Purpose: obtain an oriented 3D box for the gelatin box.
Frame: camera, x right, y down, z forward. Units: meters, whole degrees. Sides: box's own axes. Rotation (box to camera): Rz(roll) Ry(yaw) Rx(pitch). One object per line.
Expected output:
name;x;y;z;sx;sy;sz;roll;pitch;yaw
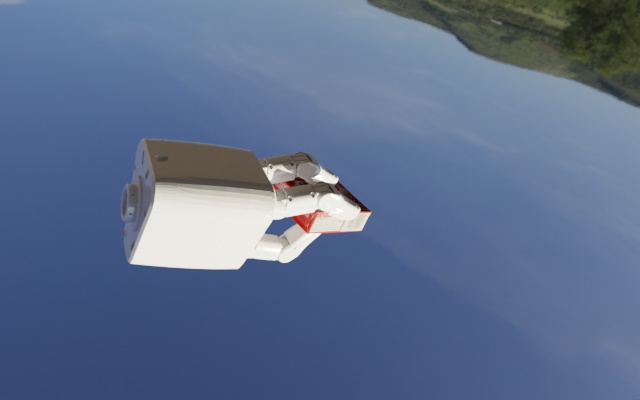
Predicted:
gelatin box;0.000;0.002;0.518;0.089;0.030;0.073;1;34;-45
